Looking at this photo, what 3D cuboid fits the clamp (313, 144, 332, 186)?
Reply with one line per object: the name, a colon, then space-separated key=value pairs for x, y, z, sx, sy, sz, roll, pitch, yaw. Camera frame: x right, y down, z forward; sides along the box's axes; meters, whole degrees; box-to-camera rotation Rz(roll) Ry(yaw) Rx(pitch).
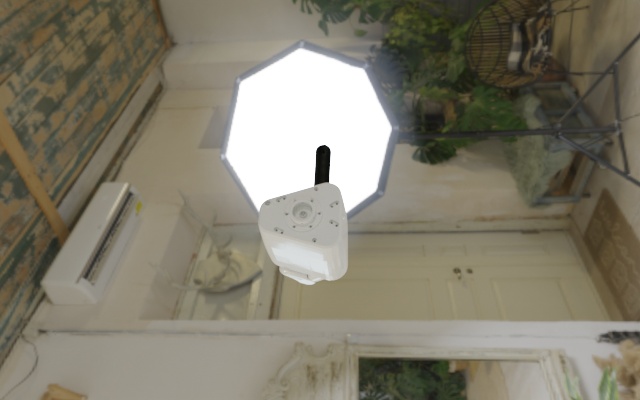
clamp: x=-0.001 y=0.003 z=0.735 sx=0.039 sy=0.171 sz=0.120 roll=-1 pitch=-29 yaw=5
